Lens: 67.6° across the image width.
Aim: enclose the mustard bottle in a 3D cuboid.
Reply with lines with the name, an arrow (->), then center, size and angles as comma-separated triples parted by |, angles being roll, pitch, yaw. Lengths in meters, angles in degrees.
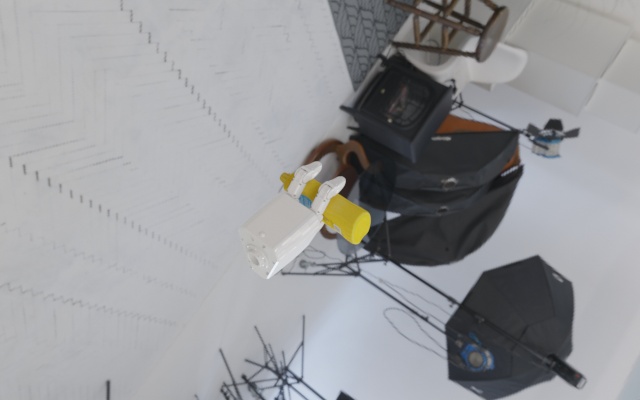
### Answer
mustard bottle -> 0.001, 0.003, 0.880 | 0.191, 0.058, 0.096 | 33, -14, 22
